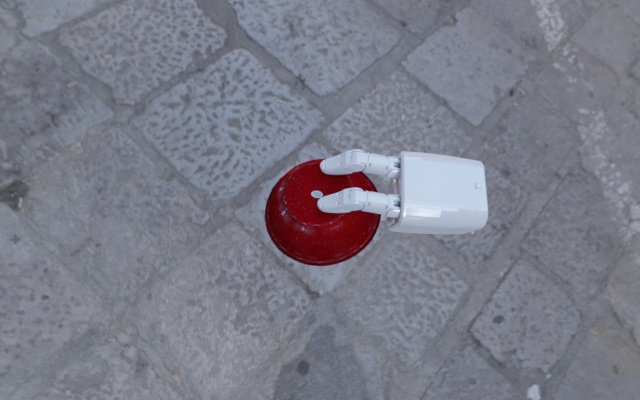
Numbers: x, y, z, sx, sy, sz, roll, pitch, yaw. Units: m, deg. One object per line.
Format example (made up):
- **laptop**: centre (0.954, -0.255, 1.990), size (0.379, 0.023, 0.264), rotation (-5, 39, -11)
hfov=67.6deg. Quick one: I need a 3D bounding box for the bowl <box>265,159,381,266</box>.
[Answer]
- **bowl**: centre (-0.001, 0.002, 0.633), size (0.162, 0.162, 0.055), rotation (0, -27, 7)
